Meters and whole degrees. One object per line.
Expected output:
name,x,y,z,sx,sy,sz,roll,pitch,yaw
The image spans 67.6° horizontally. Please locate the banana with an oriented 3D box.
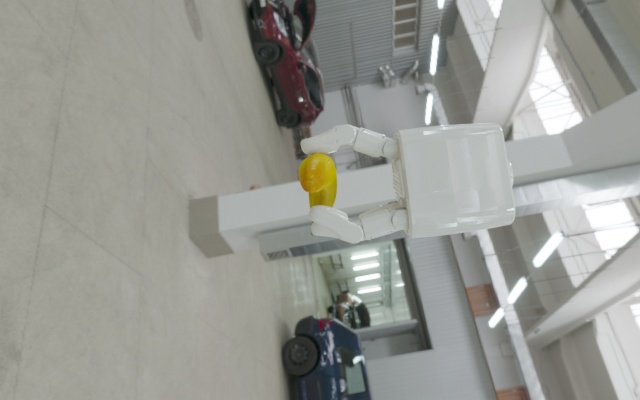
banana,0.000,-0.015,0.536,0.037,0.069,0.198,-1,-18,3
